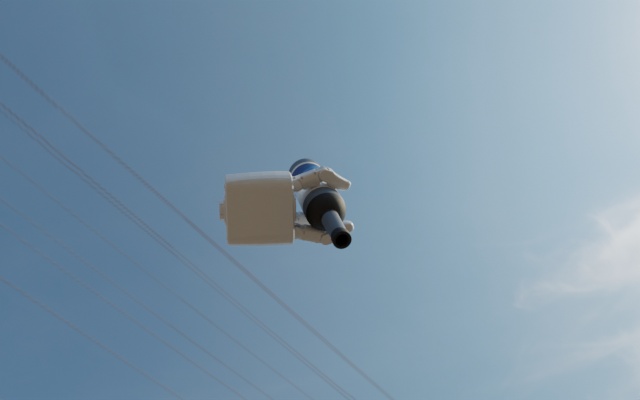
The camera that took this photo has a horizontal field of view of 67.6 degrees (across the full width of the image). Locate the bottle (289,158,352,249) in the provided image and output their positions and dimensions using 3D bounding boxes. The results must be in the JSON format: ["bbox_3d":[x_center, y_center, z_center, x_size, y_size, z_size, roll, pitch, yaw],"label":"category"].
[{"bbox_3d":[0.000,0.002,0.792,0.069,0.069,0.295,0,21,-13],"label":"bottle"}]
